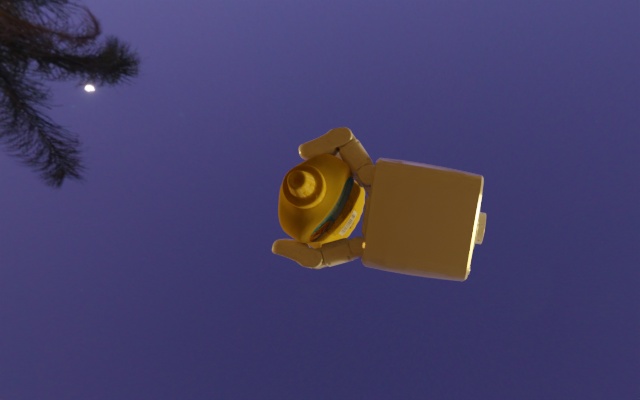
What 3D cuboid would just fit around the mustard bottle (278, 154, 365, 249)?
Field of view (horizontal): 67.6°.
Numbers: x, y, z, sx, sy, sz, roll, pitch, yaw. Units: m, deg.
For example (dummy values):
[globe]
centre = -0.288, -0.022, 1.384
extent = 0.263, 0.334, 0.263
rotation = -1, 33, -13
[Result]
[mustard bottle]
centre = 0.000, 0.002, 0.514
extent = 0.058, 0.096, 0.192
rotation = 34, -3, 17
